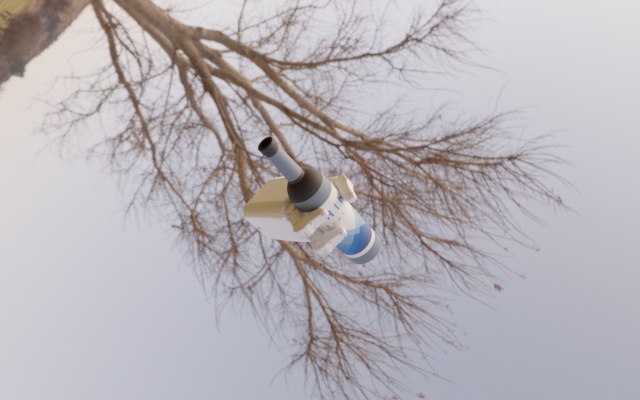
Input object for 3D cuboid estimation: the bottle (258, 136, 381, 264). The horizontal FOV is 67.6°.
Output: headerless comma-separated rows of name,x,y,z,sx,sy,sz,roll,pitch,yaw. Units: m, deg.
bottle,0.000,0.003,0.777,0.069,0.069,0.296,0,-35,42
